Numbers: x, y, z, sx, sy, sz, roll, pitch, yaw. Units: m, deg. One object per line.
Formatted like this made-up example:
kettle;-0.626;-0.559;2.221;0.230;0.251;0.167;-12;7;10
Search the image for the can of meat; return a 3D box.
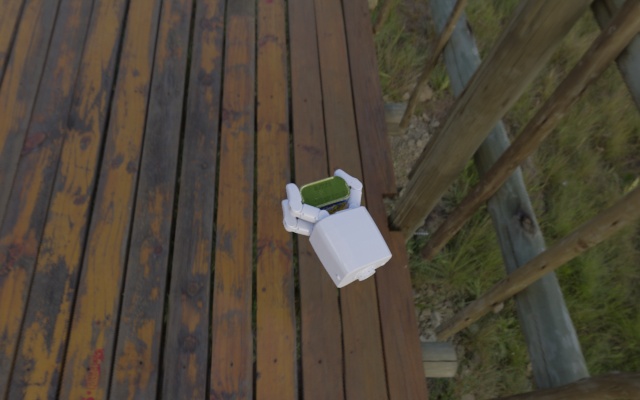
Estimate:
can of meat;0.000;0.003;0.895;0.102;0.057;0.084;-18;-21;-21
